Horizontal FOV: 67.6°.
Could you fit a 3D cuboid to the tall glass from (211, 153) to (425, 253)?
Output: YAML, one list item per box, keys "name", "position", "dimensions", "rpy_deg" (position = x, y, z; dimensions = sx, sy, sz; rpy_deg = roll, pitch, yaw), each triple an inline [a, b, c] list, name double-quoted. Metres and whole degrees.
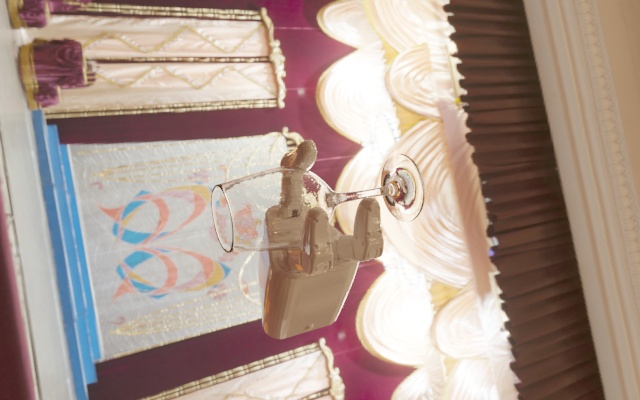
- name: "tall glass"
  position: [0.001, 0.001, 0.467]
  dimensions: [0.201, 0.079, 0.079]
  rpy_deg: [-9, 4, -27]
